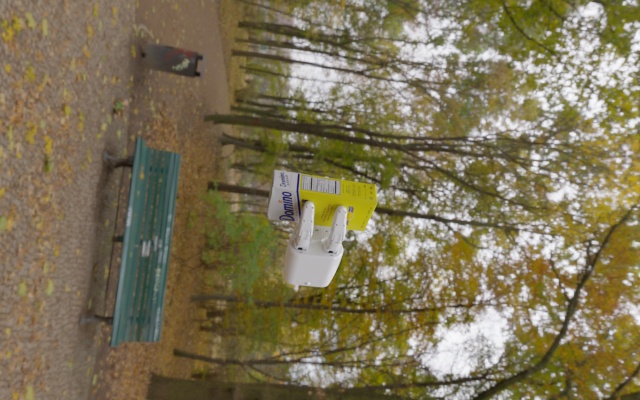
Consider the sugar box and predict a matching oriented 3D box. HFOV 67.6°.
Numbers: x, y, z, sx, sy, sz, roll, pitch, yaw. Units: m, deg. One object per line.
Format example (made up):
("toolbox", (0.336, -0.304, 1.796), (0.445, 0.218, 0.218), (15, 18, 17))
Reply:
("sugar box", (0.000, 0.003, 0.815), (0.176, 0.048, 0.093), (5, -38, -9))
